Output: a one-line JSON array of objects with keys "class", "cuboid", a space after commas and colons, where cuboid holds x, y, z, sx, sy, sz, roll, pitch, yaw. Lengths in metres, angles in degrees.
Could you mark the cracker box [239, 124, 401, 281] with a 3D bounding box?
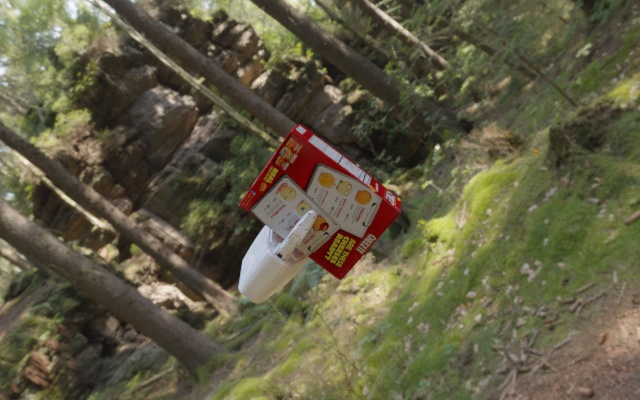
[{"class": "cracker box", "cuboid": [0.000, 0.003, 0.790, 0.214, 0.164, 0.072, 36, 23, -4]}]
